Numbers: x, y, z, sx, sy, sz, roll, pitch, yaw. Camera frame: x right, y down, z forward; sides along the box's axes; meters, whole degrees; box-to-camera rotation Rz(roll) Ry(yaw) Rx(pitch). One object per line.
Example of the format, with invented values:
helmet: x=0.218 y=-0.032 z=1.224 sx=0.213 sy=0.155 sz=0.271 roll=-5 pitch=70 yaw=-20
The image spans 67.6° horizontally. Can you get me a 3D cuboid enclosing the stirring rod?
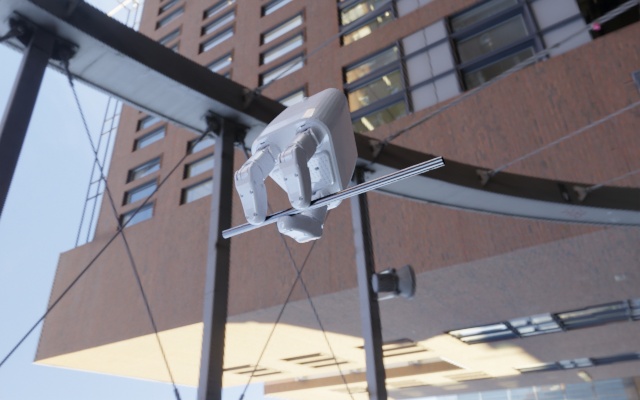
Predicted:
stirring rod: x=0.000 y=0.001 z=0.449 sx=0.239 sy=0.011 sz=0.011 roll=-19 pitch=-9 yaw=27
